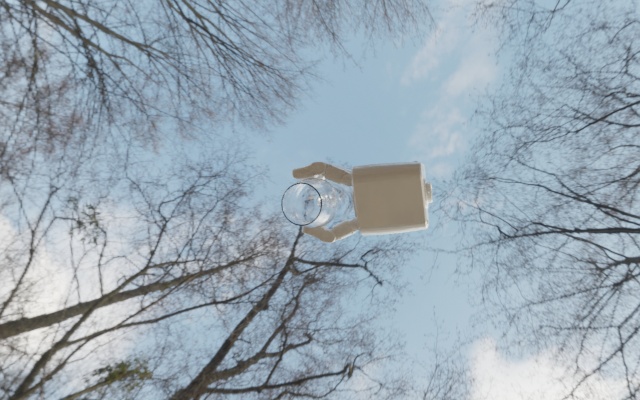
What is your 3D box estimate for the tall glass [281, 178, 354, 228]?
[{"bbox_3d":[0.000,0.003,0.773,0.079,0.079,0.201,0,2,16],"label":"tall glass"}]
